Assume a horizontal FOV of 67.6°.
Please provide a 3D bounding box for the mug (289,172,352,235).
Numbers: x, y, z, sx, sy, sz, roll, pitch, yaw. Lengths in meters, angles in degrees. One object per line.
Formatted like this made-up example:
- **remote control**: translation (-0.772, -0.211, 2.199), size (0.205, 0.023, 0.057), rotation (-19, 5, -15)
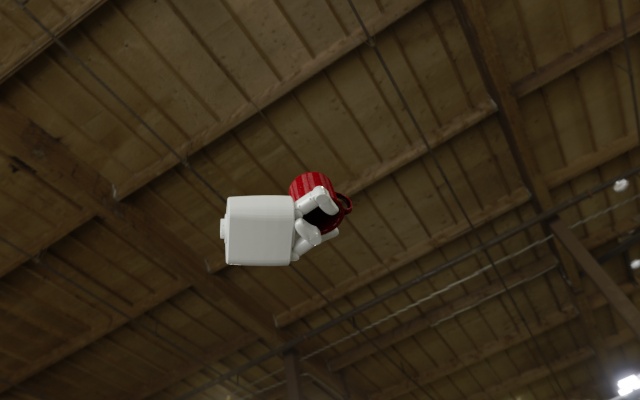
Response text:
- **mug**: translation (0.002, 0.003, 0.856), size (0.117, 0.093, 0.081), rotation (0, 39, -15)
